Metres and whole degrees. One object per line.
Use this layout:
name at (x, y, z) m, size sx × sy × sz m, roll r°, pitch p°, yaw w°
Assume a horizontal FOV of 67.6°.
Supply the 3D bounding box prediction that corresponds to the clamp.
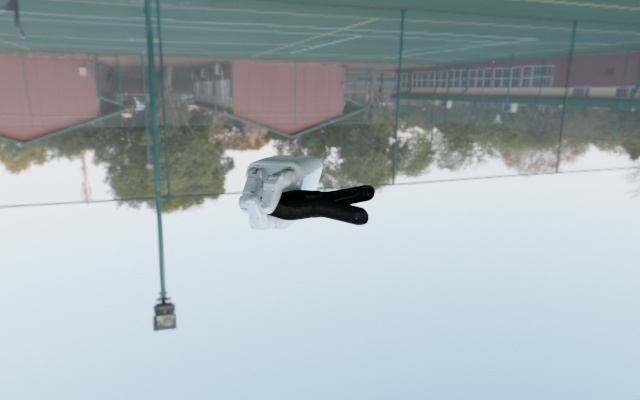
clamp at (0.000, 0.003, 0.707) m, size 0.171 × 0.039 × 0.120 m, roll 5°, pitch 15°, yaw 19°
